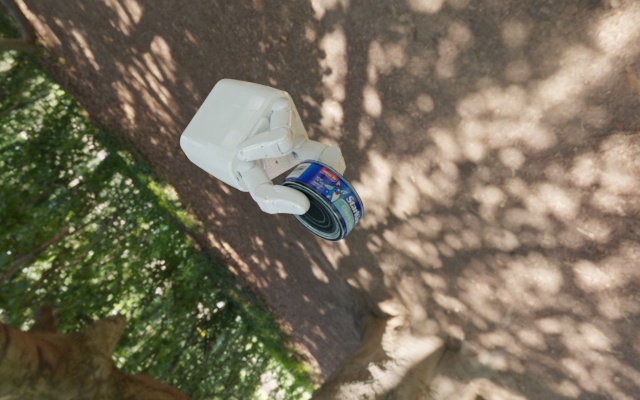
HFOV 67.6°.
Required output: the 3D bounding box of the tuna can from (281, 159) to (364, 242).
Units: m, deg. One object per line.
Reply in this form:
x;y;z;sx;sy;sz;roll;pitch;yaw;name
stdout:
0.000;0.002;0.488;0.033;0.086;0.086;-47;25;-26;tuna can
